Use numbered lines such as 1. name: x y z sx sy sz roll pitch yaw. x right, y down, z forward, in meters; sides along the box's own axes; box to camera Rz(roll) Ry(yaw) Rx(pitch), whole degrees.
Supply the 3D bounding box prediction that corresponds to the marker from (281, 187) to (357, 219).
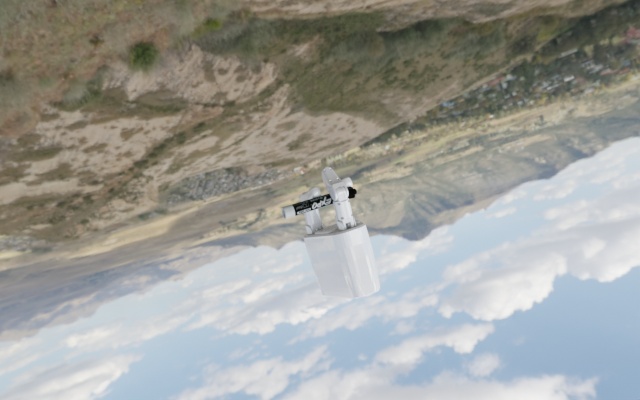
1. marker: 0.000 0.002 0.723 0.121 0.020 0.020 -17 6 -19
